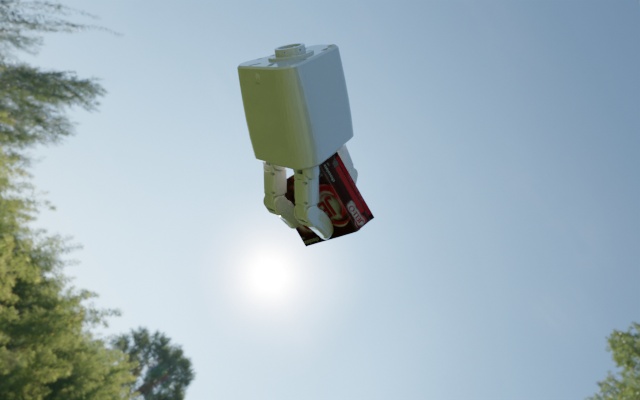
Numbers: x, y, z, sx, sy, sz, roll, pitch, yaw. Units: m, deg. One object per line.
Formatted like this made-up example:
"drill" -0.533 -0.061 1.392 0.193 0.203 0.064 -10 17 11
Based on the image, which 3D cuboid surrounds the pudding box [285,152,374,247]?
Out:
"pudding box" 0.000 0.002 0.574 0.039 0.090 0.113 -33 5 -34
